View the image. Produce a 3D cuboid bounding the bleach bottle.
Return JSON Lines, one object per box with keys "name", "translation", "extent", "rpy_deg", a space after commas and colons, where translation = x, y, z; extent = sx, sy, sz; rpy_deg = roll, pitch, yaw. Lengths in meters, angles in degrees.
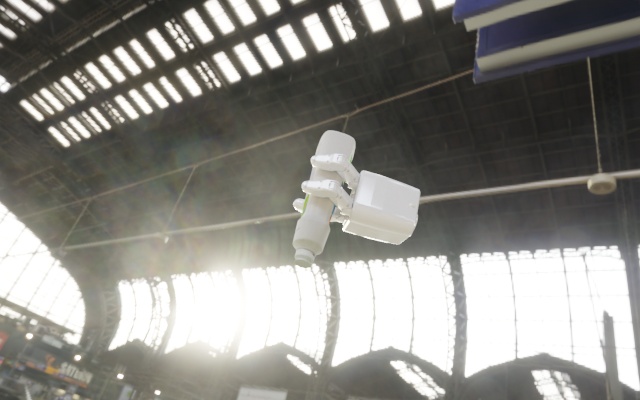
{"name": "bleach bottle", "translation": [0.000, 0.003, 0.818], "extent": [0.068, 0.250, 0.103], "rpy_deg": [17, -33, -1]}
